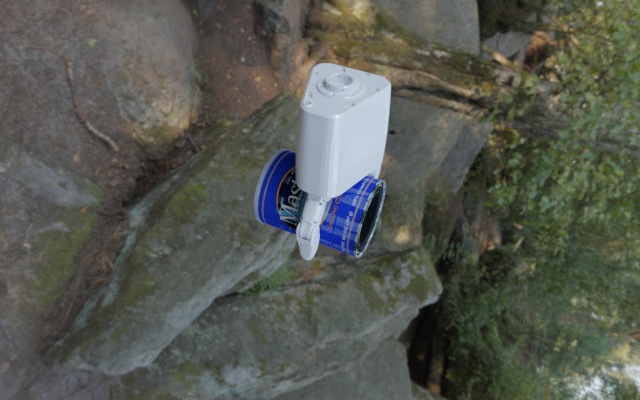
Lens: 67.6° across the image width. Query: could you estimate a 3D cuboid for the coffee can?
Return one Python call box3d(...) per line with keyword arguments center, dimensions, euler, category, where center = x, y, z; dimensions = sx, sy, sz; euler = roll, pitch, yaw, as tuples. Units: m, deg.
box3d(center=(0.000, 0.002, 0.611), dimensions=(0.140, 0.103, 0.103), euler=(19, 5, 16), category="coffee can")
